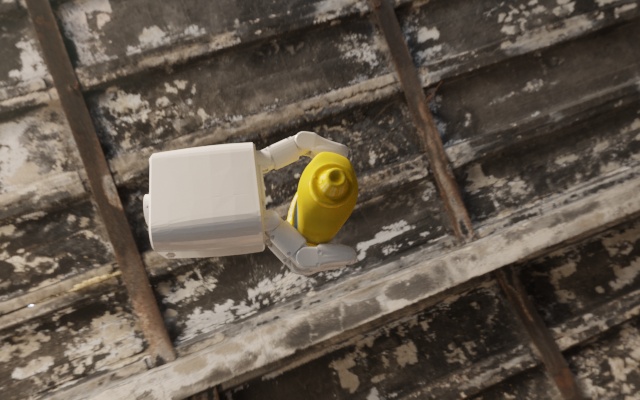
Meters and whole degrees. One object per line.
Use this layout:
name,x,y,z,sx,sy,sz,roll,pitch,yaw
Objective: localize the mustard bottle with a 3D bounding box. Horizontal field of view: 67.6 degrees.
mustard bottle,0.000,0.002,0.502,0.058,0.096,0.192,17,-15,-3
